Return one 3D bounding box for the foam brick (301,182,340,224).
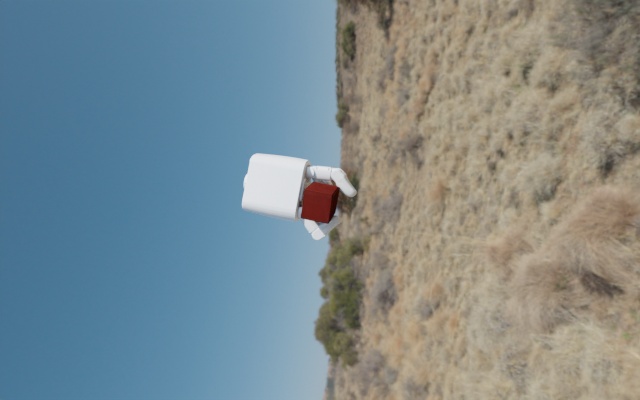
[{"bbox_3d":[0.000,0.003,0.840,0.051,0.053,0.078,12,14,8],"label":"foam brick"}]
